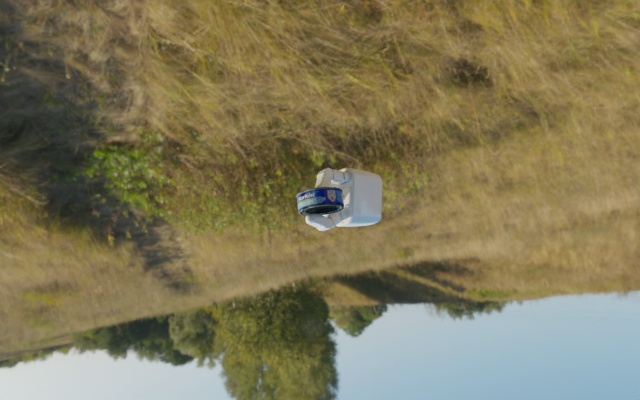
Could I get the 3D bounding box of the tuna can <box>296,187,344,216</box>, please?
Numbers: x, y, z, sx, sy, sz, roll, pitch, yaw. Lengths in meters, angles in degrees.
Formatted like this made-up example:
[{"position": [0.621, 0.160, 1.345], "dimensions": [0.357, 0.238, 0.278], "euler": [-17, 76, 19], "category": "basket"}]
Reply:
[{"position": [0.000, 0.003, 0.874], "dimensions": [0.086, 0.033, 0.086], "euler": [-7, -14, -2], "category": "tuna can"}]
